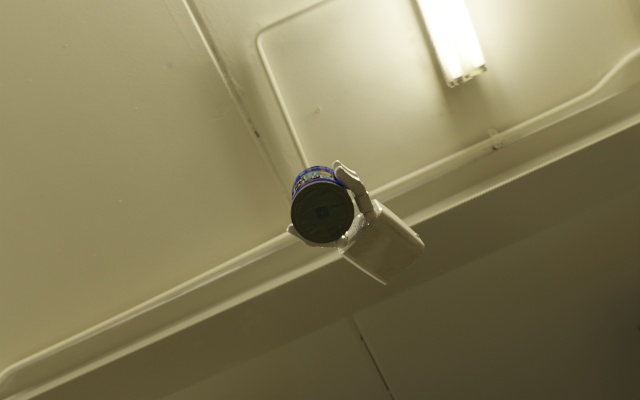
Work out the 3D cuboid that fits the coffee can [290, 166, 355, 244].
[{"bbox_3d":[0.000,0.003,0.825,0.103,0.103,0.140,0,15,-3],"label":"coffee can"}]
